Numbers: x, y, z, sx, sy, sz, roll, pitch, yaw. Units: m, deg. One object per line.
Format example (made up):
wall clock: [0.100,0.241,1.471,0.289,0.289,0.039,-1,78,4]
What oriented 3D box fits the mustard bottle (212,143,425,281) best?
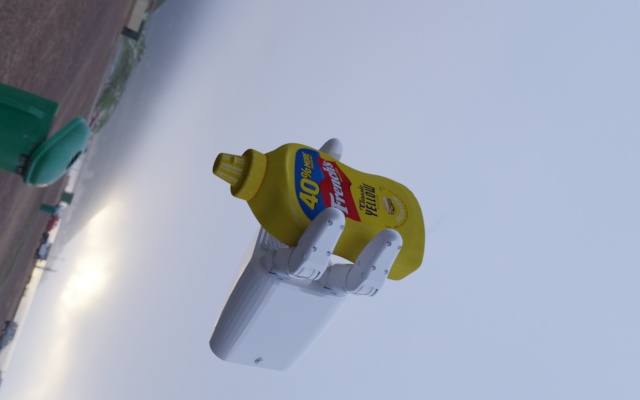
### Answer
mustard bottle: [0.000,0.001,0.409,0.192,0.096,0.058,20,-41,-26]
